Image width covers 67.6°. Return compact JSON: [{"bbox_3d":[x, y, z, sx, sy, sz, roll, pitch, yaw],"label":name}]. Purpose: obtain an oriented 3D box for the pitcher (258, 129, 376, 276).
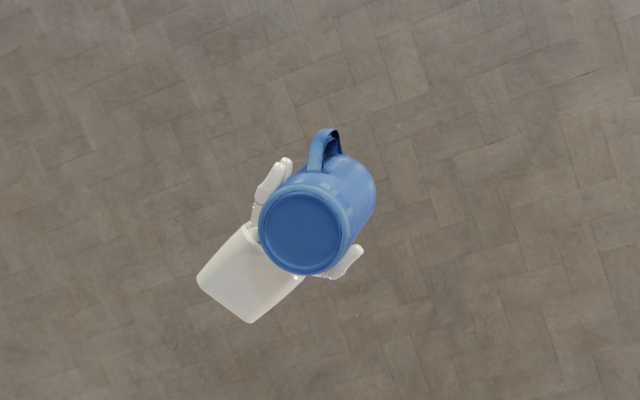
[{"bbox_3d":[0.000,0.002,0.642,0.145,0.149,0.243,-43,1,15],"label":"pitcher"}]
